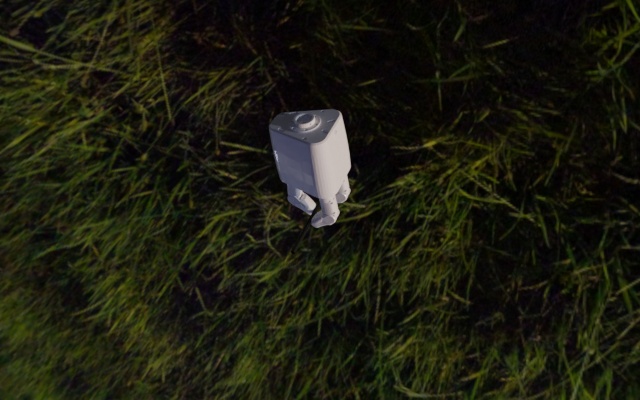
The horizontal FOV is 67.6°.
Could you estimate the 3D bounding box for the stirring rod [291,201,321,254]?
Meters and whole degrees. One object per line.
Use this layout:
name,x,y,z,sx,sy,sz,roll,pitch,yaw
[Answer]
stirring rod,0.000,0.003,0.848,0.011,0.011,0.239,0,43,31
